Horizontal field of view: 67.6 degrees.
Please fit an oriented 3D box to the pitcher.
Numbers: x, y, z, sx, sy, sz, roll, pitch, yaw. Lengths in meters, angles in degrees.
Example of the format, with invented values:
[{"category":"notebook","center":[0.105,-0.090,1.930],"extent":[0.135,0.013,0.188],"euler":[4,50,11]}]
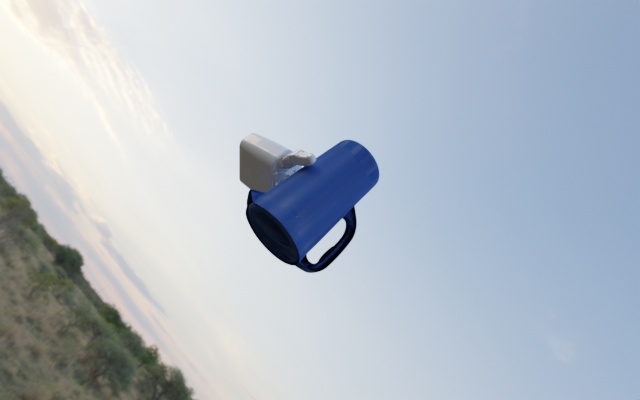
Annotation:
[{"category":"pitcher","center":[0.000,0.003,0.864],"extent":[0.145,0.149,0.242],"euler":[29,56,35]}]
